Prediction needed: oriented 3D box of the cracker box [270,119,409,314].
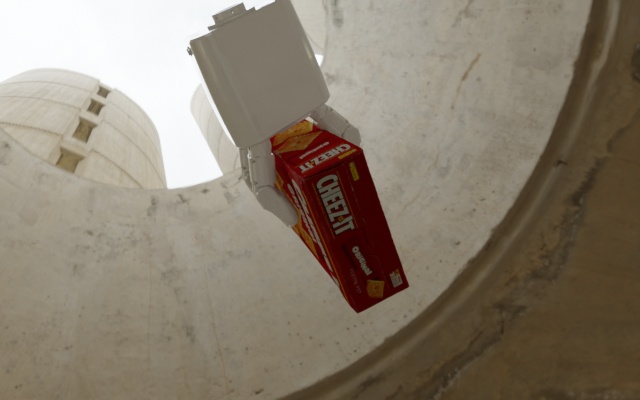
[{"bbox_3d":[0.000,0.002,0.541,0.072,0.164,0.213,-27,26,-9],"label":"cracker box"}]
